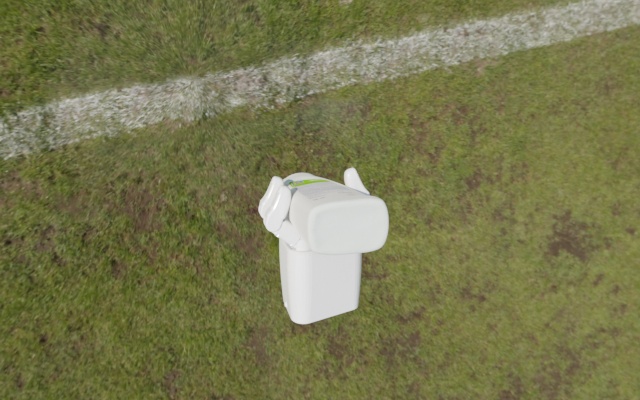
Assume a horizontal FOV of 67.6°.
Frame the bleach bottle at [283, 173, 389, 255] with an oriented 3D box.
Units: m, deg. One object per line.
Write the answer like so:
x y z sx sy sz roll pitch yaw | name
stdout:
0.000 0.002 0.659 0.102 0.068 0.250 -4 15 -14 | bleach bottle
